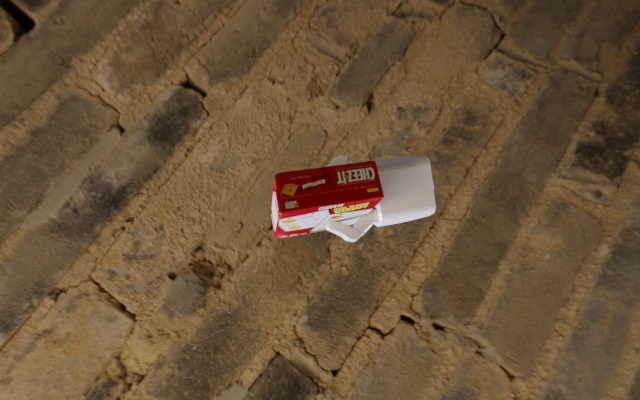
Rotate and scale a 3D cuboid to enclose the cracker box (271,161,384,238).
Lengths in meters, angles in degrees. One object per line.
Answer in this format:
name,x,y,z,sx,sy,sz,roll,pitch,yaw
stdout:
cracker box,0.000,0.003,0.823,0.164,0.072,0.214,-9,-13,-10
